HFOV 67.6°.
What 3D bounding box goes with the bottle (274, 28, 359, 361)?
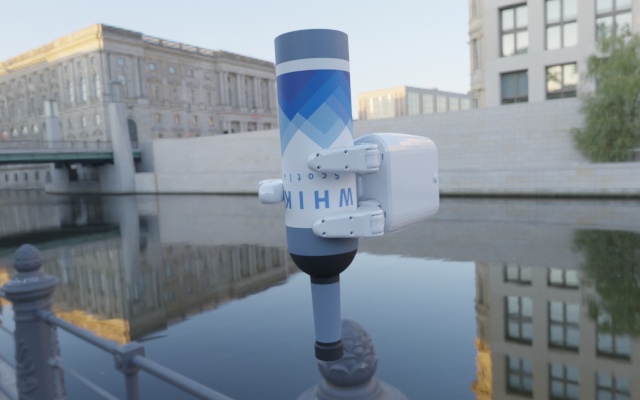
[{"bbox_3d":[0.000,0.001,0.440,0.069,0.296,0.069,-3,6,0],"label":"bottle"}]
